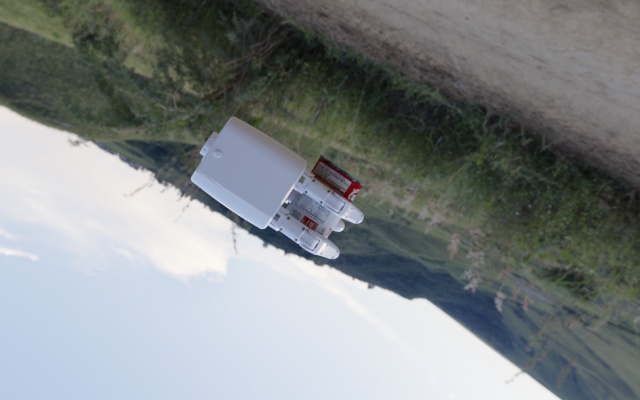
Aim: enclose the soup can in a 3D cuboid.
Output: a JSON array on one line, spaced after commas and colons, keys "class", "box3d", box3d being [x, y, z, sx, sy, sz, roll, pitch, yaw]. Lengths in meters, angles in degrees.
[{"class": "soup can", "box3d": [0.000, 0.003, 0.619, 0.068, 0.102, 0.068, 34, 4, -3]}]
